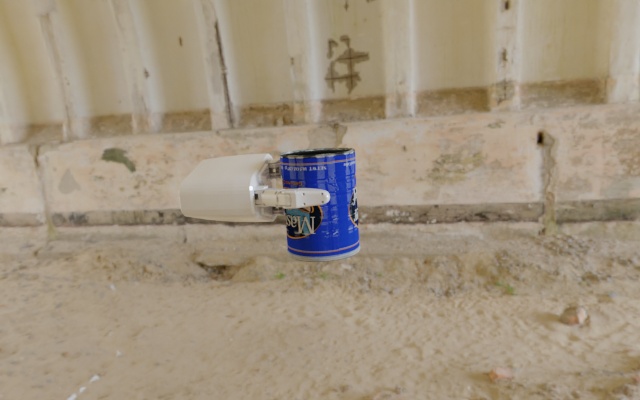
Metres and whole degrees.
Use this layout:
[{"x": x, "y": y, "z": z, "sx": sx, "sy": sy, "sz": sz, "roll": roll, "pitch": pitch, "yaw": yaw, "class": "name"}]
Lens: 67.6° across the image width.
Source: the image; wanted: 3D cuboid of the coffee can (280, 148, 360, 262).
[{"x": 0.000, "y": 0.002, "z": 0.657, "sx": 0.103, "sy": 0.140, "sz": 0.103, "roll": -4, "pitch": 11, "yaw": 1, "class": "coffee can"}]
